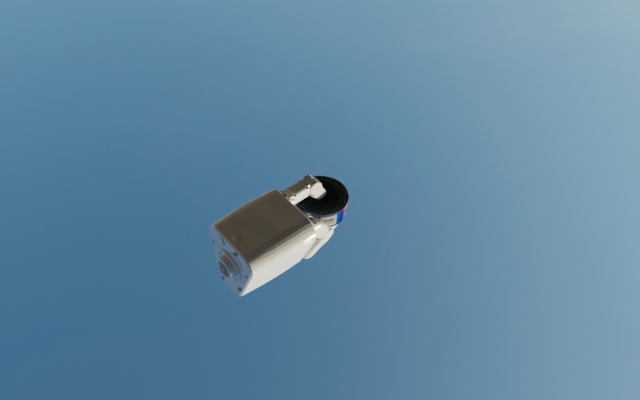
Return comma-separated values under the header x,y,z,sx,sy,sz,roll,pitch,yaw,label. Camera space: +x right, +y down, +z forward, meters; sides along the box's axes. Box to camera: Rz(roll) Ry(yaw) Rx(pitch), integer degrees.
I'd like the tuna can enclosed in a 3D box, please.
x,y,z,sx,sy,sz,roll,pitch,yaw,label
0.000,0.003,0.745,0.086,0.086,0.034,0,-44,-4,tuna can
